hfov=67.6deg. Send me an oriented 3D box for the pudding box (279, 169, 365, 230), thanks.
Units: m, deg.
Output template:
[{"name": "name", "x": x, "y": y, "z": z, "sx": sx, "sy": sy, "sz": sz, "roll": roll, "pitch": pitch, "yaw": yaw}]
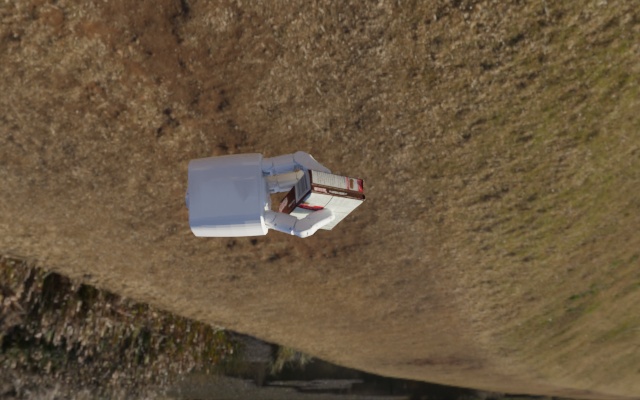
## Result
[{"name": "pudding box", "x": 0.000, "y": 0.002, "z": 0.705, "sx": 0.090, "sy": 0.039, "sz": 0.113, "roll": 8, "pitch": -28, "yaw": -25}]
